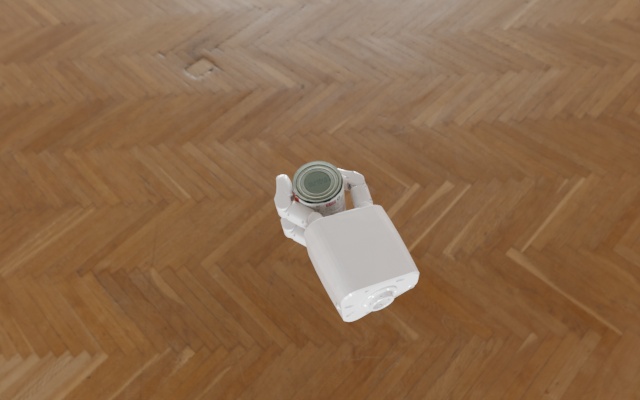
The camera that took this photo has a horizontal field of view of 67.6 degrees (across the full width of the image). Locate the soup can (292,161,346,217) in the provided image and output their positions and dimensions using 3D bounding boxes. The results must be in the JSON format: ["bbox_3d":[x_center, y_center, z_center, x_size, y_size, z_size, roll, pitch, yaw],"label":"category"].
[{"bbox_3d":[0.000,0.002,0.654,0.068,0.068,0.102,0,-32,6],"label":"soup can"}]
